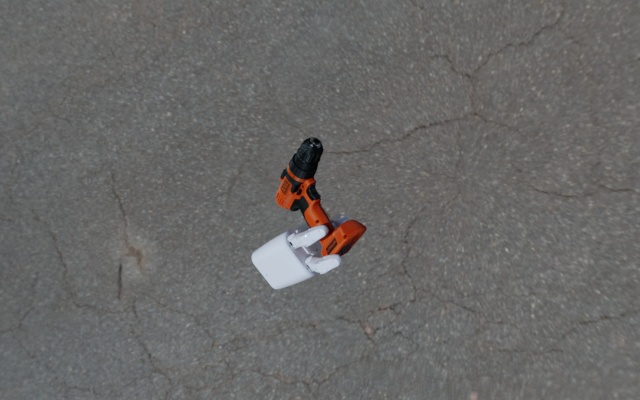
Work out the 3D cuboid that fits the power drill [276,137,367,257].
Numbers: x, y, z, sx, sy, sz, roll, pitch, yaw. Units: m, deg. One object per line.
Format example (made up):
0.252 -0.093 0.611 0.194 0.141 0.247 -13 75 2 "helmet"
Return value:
0.000 0.003 0.853 0.057 0.187 0.184 -23 -23 -33 "power drill"
